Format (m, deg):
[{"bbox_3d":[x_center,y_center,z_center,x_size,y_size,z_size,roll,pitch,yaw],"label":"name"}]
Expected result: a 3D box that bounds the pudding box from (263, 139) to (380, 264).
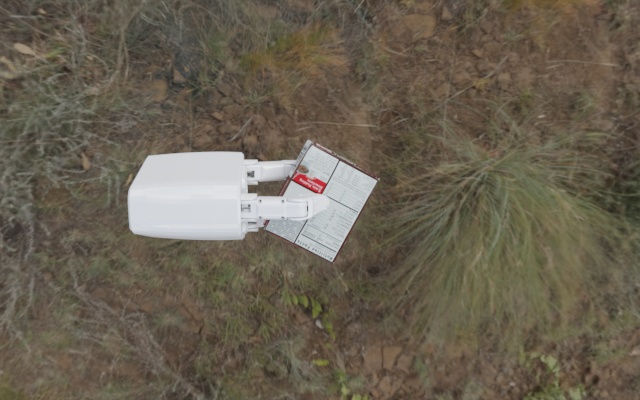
[{"bbox_3d":[0.000,0.002,0.536,0.090,0.113,0.039,28,7,-11],"label":"pudding box"}]
